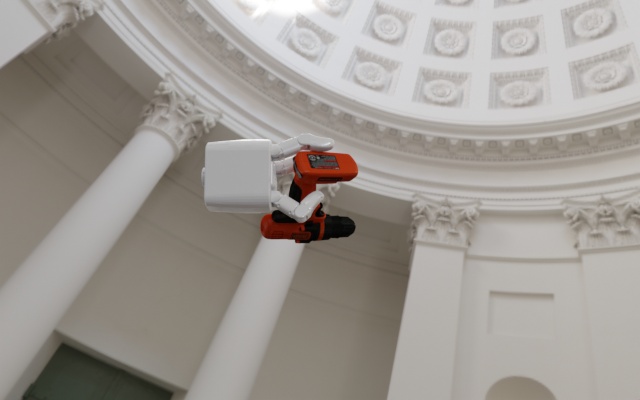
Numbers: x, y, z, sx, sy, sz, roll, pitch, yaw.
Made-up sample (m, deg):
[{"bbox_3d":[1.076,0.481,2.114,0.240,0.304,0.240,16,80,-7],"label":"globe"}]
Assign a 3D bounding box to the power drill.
[{"bbox_3d":[0.000,0.002,0.837,0.184,0.188,0.057,0,45,-24],"label":"power drill"}]
